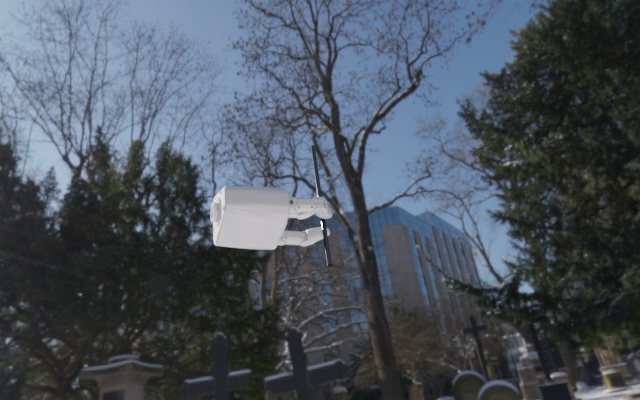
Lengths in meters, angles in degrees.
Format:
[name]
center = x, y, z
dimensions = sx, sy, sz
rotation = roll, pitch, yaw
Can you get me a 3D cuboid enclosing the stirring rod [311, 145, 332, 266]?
[stirring rod]
center = 0.000, 0.003, 0.856
dimensions = 0.011, 0.239, 0.011
rotation = -6, -27, -3
